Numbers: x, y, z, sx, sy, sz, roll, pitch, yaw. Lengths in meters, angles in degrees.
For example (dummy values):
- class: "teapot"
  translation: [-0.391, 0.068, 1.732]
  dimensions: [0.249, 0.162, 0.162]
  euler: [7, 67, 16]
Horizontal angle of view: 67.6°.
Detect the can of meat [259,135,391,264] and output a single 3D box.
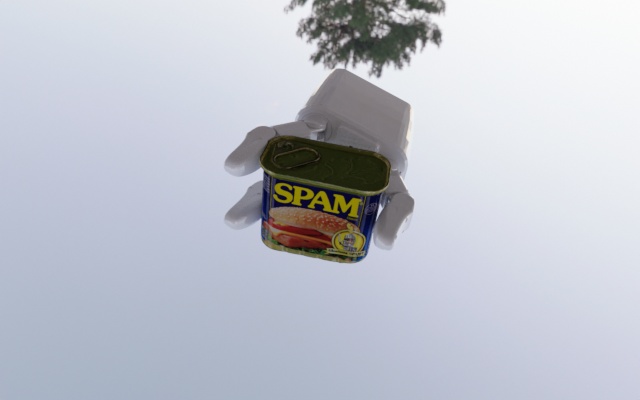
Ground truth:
- class: "can of meat"
  translation: [0.000, 0.002, 0.400]
  dimensions: [0.102, 0.084, 0.057]
  euler: [12, 39, 4]
